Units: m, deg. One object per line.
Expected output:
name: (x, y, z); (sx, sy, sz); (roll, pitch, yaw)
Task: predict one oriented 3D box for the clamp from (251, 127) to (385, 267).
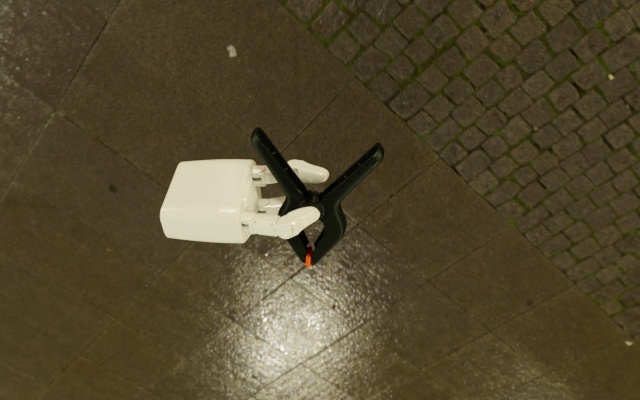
clamp: (0.000, 0.003, 0.631); (0.164, 0.210, 0.036); (3, 34, 10)
